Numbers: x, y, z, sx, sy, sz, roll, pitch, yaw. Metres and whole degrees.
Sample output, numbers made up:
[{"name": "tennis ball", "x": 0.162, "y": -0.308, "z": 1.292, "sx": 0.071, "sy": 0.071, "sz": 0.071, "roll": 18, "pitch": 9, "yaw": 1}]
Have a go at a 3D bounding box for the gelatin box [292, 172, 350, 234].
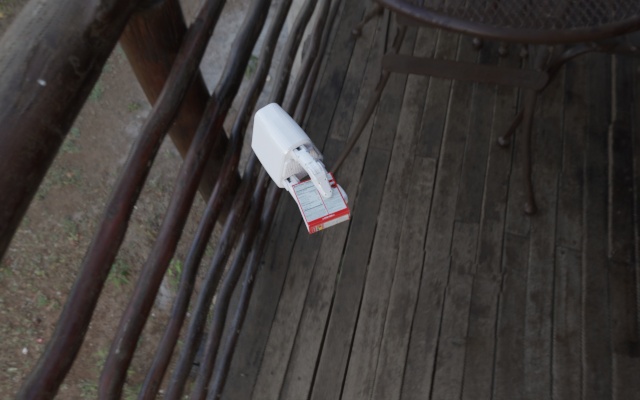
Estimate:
[{"name": "gelatin box", "x": 0.000, "y": 0.003, "z": 0.803, "sx": 0.073, "sy": 0.089, "sz": 0.030, "roll": -20, "pitch": -31, "yaw": -7}]
